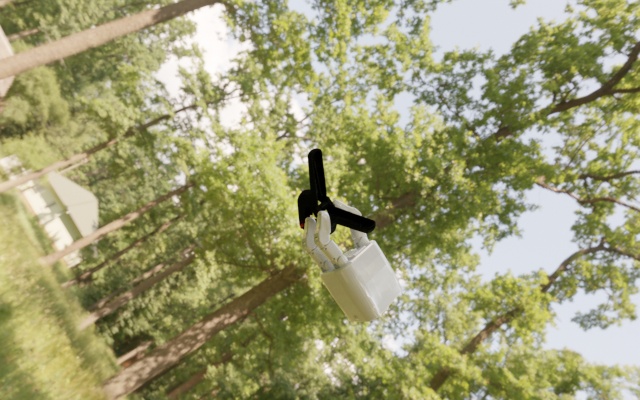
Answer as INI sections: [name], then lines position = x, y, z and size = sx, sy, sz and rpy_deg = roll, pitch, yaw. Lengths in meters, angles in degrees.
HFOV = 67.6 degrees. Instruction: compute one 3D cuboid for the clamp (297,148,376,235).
[clamp]
position = 0.001, 0.003, 0.850
size = 0.036, 0.164, 0.210
rpy_deg = -34, 2, -28
